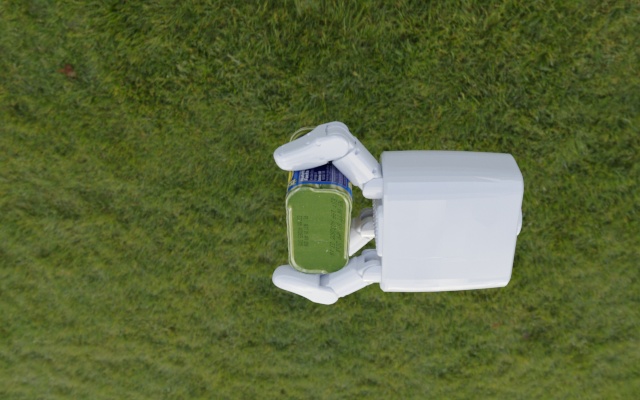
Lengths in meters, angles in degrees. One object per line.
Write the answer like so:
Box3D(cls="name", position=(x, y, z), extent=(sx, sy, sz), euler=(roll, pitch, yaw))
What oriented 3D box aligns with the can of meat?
Box3D(cls="can of meat", position=(0.000, 0.001, 0.414), extent=(0.057, 0.102, 0.083), euler=(1, 40, 1))
